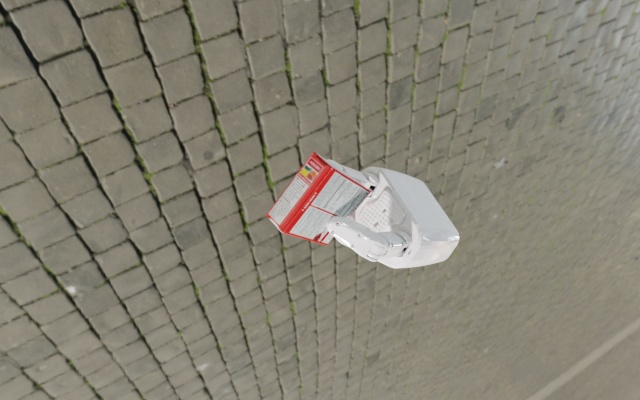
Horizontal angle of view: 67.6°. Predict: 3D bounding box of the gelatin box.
[{"bbox_3d":[0.000,0.002,0.455,0.030,0.073,0.089,43,10,30],"label":"gelatin box"}]
